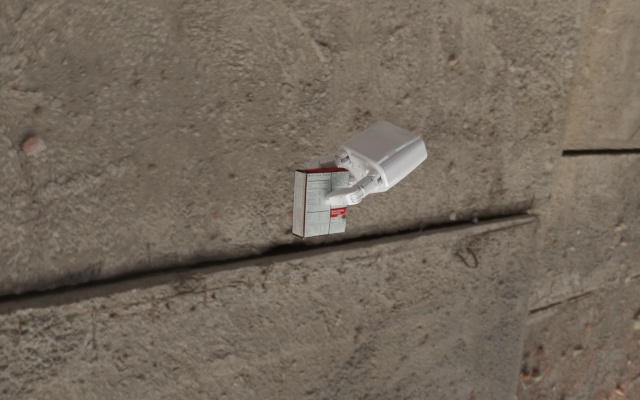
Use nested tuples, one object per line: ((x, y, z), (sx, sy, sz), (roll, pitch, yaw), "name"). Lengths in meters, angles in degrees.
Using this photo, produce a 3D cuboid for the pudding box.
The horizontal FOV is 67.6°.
((0.000, 0.003, 0.792), (0.090, 0.113, 0.039), (-5, 13, -35), "pudding box")
